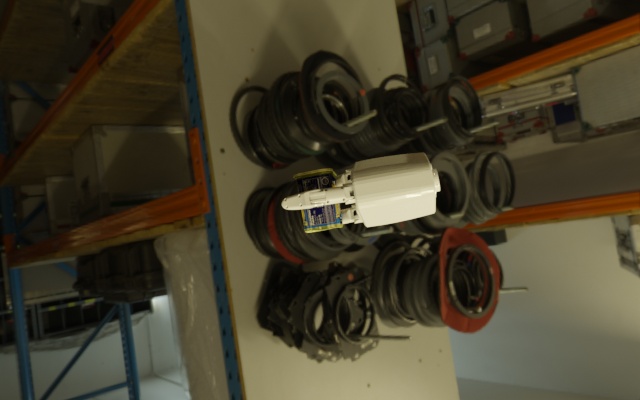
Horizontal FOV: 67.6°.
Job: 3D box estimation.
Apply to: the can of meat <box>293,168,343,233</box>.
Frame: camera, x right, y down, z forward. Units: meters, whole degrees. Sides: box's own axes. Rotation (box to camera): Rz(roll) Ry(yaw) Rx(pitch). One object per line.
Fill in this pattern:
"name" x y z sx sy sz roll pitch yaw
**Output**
"can of meat" 0.000 0.003 0.706 0.057 0.084 0.102 -10 -4 6
